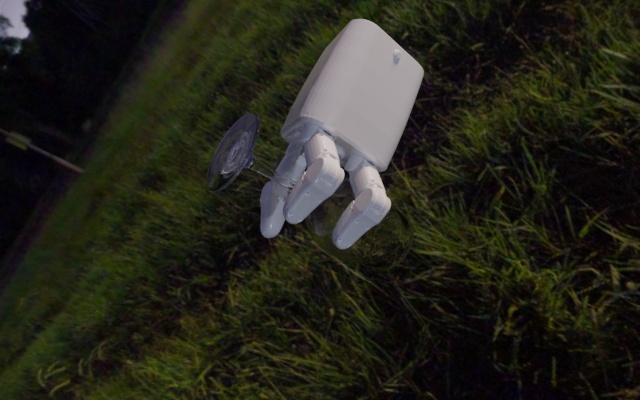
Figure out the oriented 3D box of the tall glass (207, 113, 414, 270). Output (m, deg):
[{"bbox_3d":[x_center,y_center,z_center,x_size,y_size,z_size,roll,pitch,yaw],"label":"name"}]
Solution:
[{"bbox_3d":[-0.001,0.001,0.447,0.201,0.079,0.079,30,-17,-31],"label":"tall glass"}]
